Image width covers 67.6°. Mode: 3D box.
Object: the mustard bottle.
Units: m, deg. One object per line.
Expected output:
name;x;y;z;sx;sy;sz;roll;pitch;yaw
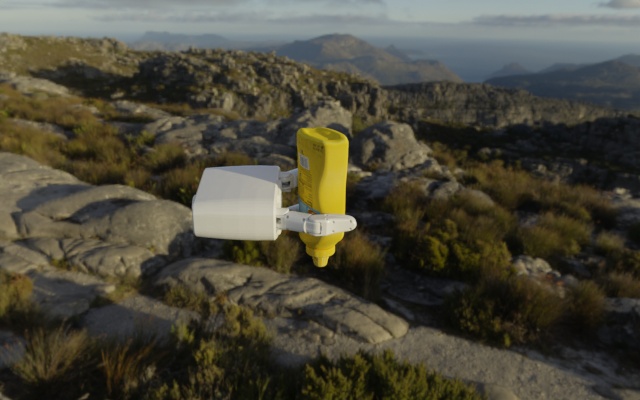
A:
mustard bottle;0.000;0.002;0.651;0.058;0.192;0.096;-8;22;-24
